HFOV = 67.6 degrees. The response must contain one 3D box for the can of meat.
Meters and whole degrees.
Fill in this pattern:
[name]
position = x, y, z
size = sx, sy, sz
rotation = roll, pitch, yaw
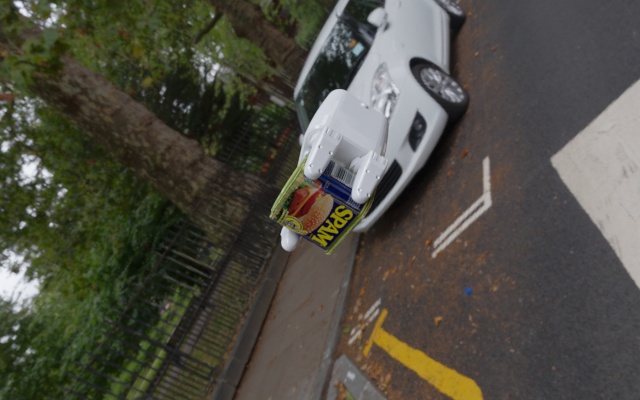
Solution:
[can of meat]
position = 0.000, 0.002, 0.537
size = 0.084, 0.057, 0.102
rotation = 31, -47, -8
